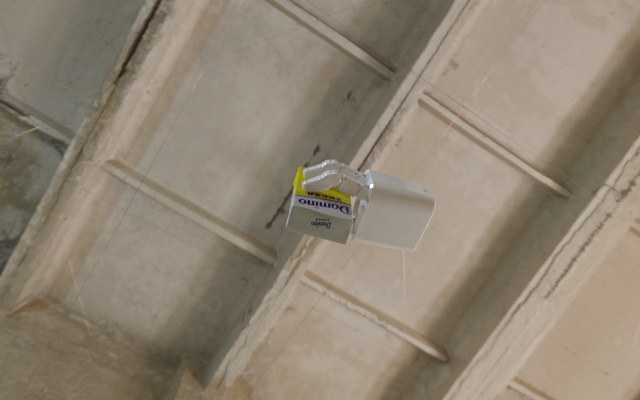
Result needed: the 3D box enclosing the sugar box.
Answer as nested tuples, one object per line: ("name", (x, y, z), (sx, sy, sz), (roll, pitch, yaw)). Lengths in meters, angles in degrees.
("sugar box", (0.000, 0.002, 0.756), (0.093, 0.048, 0.176), (15, 19, -6))
